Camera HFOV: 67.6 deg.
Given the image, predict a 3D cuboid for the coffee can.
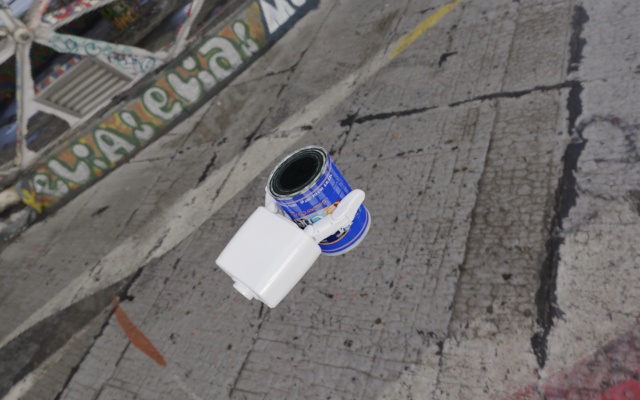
[{"bbox_3d":[0.000,0.002,0.722,0.103,0.102,0.140,0,-39,40],"label":"coffee can"}]
